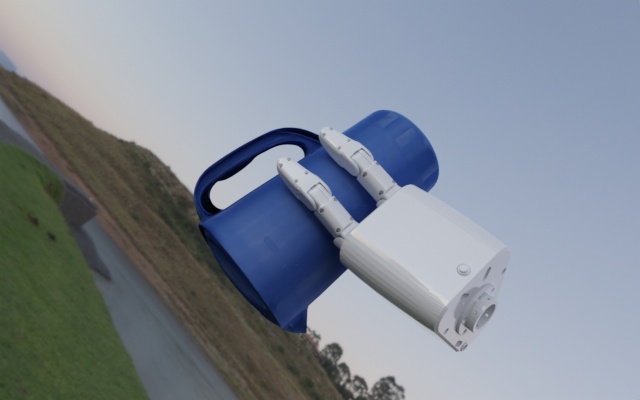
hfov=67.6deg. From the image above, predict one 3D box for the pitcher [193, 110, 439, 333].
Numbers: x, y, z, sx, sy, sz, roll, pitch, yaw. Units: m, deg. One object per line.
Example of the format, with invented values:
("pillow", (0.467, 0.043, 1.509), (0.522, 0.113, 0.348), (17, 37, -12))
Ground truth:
("pitcher", (0.000, 0.002, 0.499), (0.243, 0.149, 0.145), (-38, 49, -18))
